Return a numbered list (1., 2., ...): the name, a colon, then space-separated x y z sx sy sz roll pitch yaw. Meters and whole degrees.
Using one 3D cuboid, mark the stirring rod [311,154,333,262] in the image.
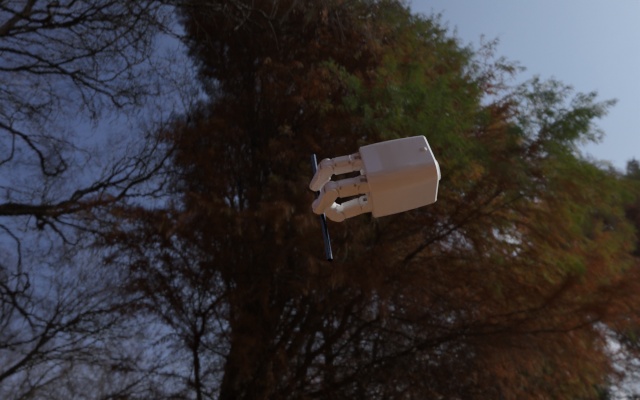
1. stirring rod: 0.000 0.003 0.769 0.011 0.011 0.239 0 43 -9
